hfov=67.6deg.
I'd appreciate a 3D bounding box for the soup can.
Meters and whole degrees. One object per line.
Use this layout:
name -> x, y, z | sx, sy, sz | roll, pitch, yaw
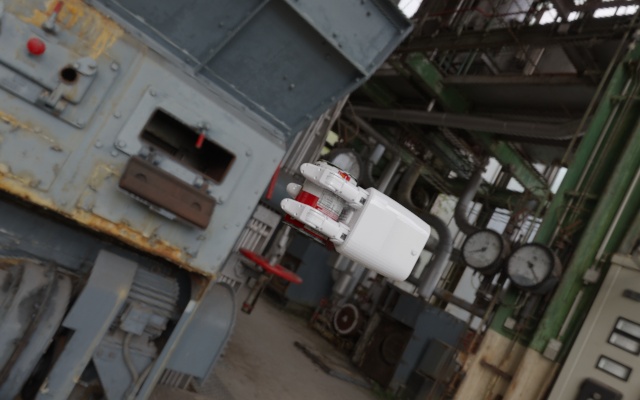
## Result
soup can -> 0.000, 0.002, 0.672 | 0.068, 0.102, 0.068 | 28, -6, 3
